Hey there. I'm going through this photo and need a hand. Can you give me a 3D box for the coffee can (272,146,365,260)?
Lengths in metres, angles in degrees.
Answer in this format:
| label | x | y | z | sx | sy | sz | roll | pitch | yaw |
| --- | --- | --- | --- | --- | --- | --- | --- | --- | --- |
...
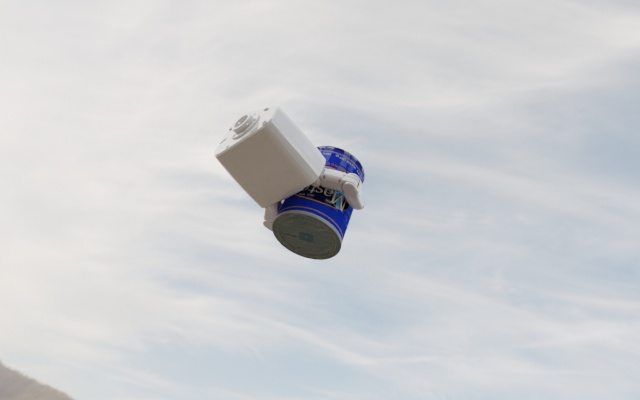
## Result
| label | x | y | z | sx | sy | sz | roll | pitch | yaw |
| --- | --- | --- | --- | --- | --- | --- | --- | --- | --- |
| coffee can | 0.000 | 0.003 | 0.713 | 0.103 | 0.140 | 0.103 | 13 | -39 | 11 |
